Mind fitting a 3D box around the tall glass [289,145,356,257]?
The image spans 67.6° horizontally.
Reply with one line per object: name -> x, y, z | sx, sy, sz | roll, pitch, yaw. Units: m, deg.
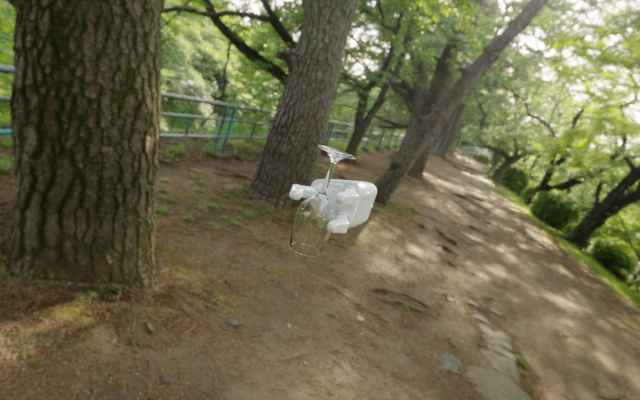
tall glass -> 0.000, 0.002, 0.895 | 0.079, 0.201, 0.079 | 18, 12, -4
